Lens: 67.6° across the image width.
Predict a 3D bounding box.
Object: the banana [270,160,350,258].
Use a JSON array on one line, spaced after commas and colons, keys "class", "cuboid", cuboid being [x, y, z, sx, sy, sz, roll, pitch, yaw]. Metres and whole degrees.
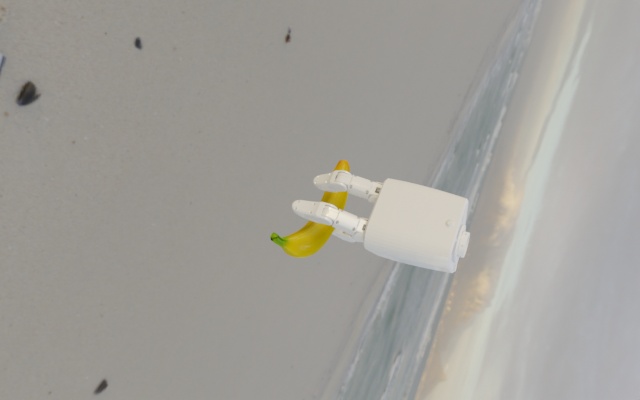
[{"class": "banana", "cuboid": [0.001, 0.019, 0.664, 0.037, 0.070, 0.197, 10, 39, 27]}]
